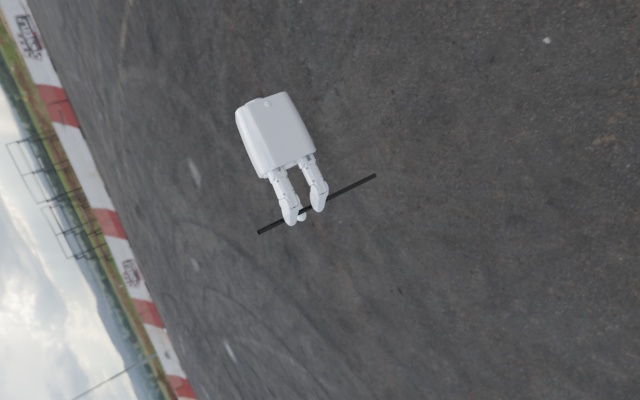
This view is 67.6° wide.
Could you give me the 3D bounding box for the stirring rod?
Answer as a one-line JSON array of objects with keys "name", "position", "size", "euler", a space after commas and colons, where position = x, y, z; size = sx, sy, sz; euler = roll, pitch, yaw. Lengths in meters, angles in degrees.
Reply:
[{"name": "stirring rod", "position": [0.000, 0.003, 0.798], "size": [0.239, 0.011, 0.011], "euler": [-26, 12, -26]}]
